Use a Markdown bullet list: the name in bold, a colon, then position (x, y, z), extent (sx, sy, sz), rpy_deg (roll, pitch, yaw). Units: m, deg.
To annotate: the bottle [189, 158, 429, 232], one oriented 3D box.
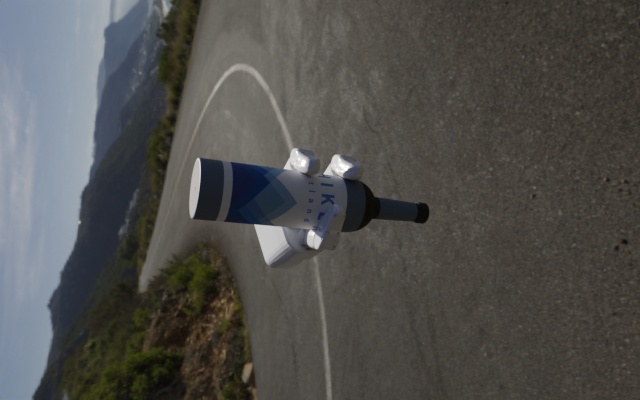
- **bottle**: position (0.000, 0.002, 0.568), extent (0.296, 0.069, 0.069), rpy_deg (6, -3, -23)
